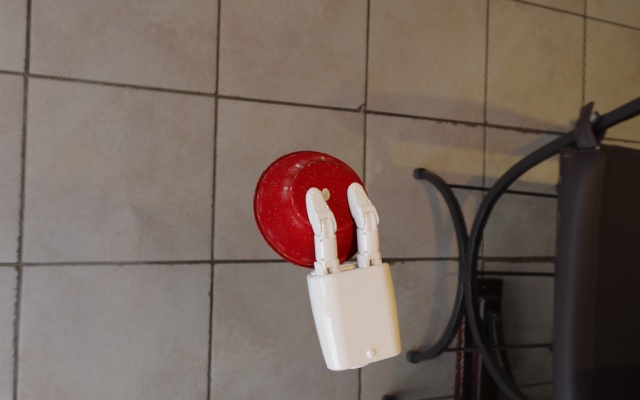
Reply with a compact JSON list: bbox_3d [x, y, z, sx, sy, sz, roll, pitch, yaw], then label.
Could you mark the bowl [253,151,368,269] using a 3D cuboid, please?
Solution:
[{"bbox_3d":[0.000,0.001,0.599,0.162,0.162,0.055,0,-18,-20],"label":"bowl"}]
